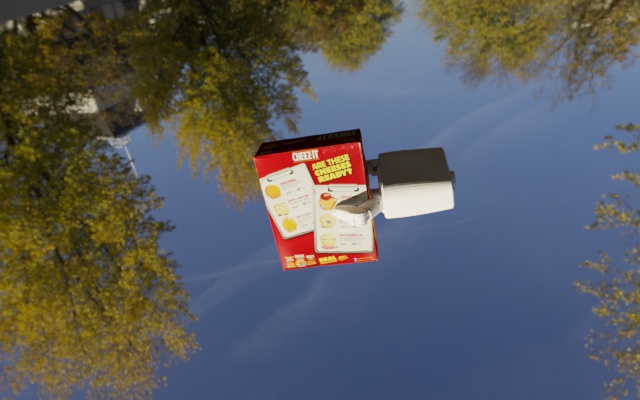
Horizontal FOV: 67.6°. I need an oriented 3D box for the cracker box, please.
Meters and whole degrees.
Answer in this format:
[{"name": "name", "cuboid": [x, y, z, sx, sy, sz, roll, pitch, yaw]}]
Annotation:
[{"name": "cracker box", "cuboid": [0.000, 0.003, 0.775, 0.164, 0.214, 0.072, -7, 27, 9]}]
